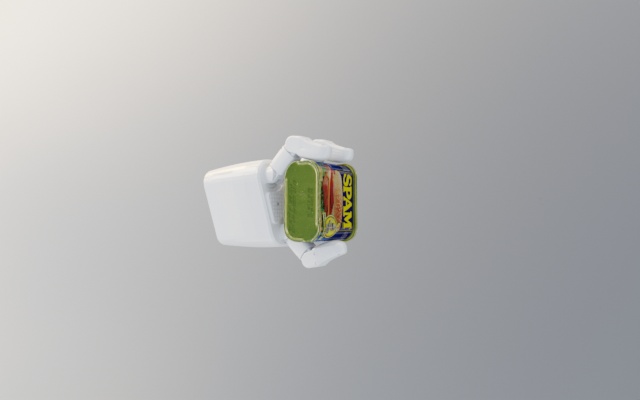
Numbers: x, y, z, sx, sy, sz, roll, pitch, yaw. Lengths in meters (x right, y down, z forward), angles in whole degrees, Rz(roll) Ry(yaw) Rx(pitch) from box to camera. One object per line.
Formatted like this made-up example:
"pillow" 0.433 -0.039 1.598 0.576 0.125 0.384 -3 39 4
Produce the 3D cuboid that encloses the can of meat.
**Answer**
"can of meat" 0.000 0.002 0.589 0.057 0.102 0.084 -1 -2 35
